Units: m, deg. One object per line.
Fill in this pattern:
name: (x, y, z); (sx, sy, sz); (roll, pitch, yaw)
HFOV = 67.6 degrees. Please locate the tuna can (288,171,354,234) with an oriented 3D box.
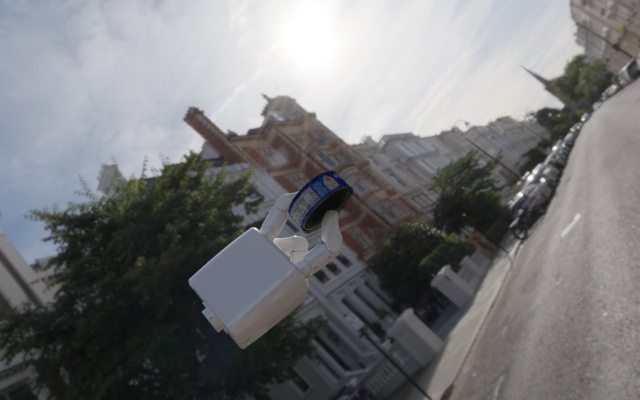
tuna can: (0.000, 0.002, 0.622); (0.086, 0.033, 0.086); (-37, -19, -15)
